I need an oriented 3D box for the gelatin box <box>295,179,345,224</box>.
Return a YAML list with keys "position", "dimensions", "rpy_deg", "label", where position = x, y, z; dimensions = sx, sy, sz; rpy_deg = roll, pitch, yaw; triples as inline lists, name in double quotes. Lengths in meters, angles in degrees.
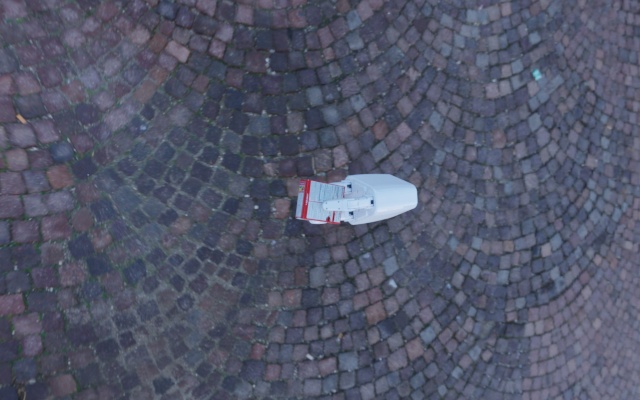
- position: [0.000, 0.003, 0.889]
  dimensions: [0.089, 0.073, 0.030]
  rpy_deg: [9, -3, -35]
  label: "gelatin box"
